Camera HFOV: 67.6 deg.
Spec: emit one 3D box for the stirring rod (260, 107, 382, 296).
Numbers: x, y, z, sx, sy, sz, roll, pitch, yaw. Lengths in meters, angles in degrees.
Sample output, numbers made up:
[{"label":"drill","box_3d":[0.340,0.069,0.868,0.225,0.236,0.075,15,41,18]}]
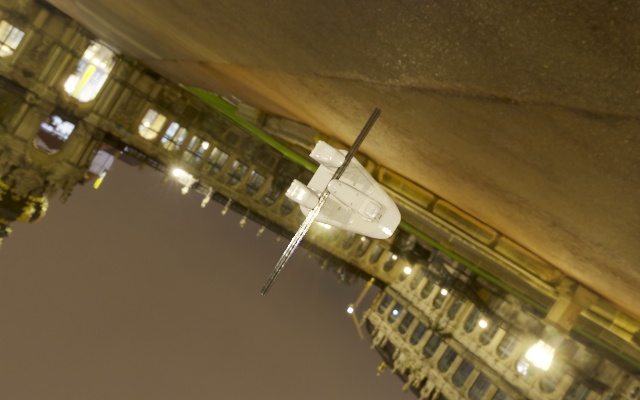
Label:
[{"label":"stirring rod","box_3d":[0.000,0.002,0.526,0.011,0.239,0.011,32,1,-1]}]
